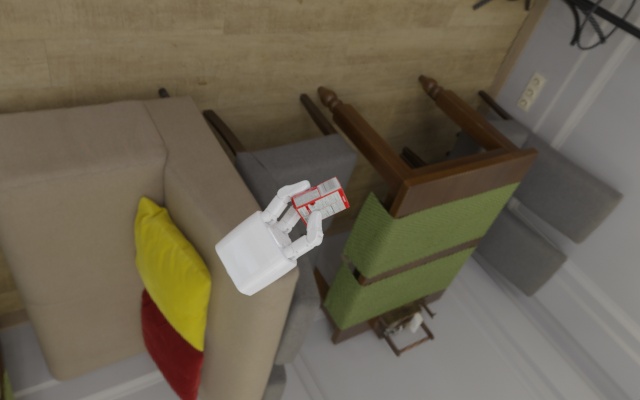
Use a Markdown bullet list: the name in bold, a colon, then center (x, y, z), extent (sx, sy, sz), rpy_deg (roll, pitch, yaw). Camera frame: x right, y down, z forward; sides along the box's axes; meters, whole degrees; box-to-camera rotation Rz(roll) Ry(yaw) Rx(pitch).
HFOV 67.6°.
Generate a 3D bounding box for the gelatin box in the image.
- **gelatin box**: center (0.001, 0.003, 0.844), extent (0.089, 0.030, 0.073), rpy_deg (-25, -31, 3)
